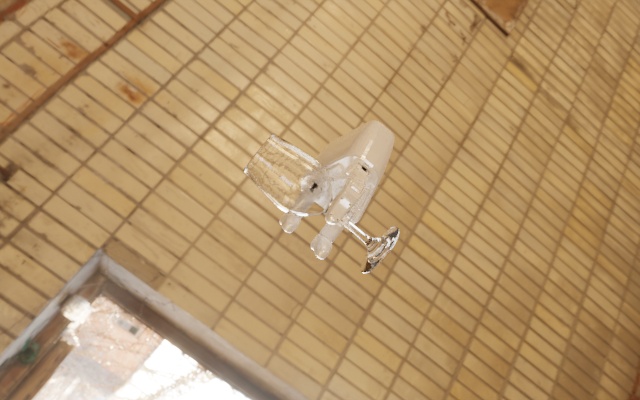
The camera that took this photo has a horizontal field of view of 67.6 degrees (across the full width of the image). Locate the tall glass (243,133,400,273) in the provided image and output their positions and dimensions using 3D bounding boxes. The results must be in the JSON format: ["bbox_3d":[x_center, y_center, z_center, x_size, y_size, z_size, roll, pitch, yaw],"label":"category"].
[{"bbox_3d":[0.001,0.002,0.603,0.201,0.079,0.079,39,-6,-7],"label":"tall glass"}]
